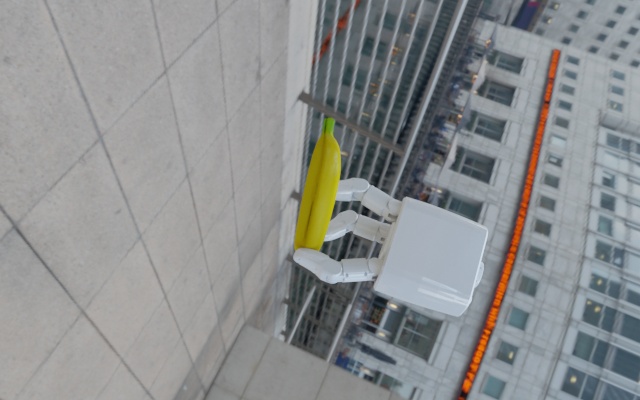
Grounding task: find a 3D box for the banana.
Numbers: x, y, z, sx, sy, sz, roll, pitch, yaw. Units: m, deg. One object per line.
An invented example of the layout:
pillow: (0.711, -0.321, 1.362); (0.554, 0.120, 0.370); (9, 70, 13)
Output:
banana: (-0.003, 0.008, 0.557); (0.037, 0.198, 0.069); (16, 30, 4)
